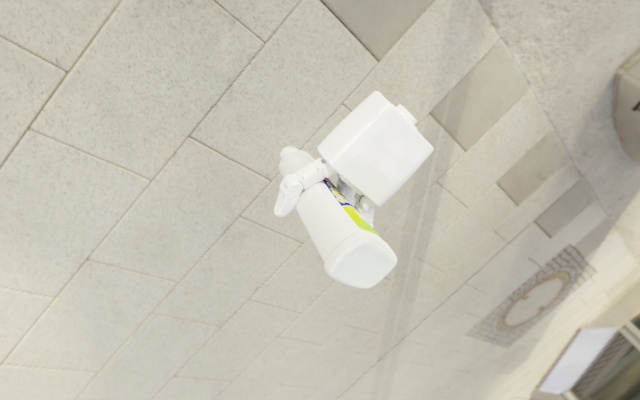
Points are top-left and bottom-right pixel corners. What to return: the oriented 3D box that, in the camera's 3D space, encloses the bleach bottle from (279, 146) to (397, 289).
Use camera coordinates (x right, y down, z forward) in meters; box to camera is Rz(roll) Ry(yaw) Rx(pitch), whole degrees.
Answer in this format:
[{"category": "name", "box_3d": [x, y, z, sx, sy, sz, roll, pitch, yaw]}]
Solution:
[{"category": "bleach bottle", "box_3d": [0.000, 0.002, 0.643, 0.103, 0.068, 0.250, 31, 17, -46]}]
